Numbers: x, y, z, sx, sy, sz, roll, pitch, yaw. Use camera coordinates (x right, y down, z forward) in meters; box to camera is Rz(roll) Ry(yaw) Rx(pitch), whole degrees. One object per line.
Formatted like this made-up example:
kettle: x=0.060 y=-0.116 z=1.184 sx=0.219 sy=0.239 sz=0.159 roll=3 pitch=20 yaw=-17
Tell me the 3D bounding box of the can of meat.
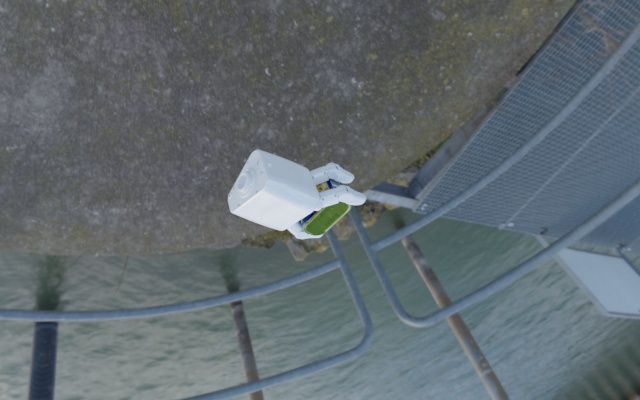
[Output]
can of meat: x=0.000 y=0.003 z=0.867 sx=0.057 sy=0.084 sz=0.102 roll=26 pitch=-61 yaw=-40
